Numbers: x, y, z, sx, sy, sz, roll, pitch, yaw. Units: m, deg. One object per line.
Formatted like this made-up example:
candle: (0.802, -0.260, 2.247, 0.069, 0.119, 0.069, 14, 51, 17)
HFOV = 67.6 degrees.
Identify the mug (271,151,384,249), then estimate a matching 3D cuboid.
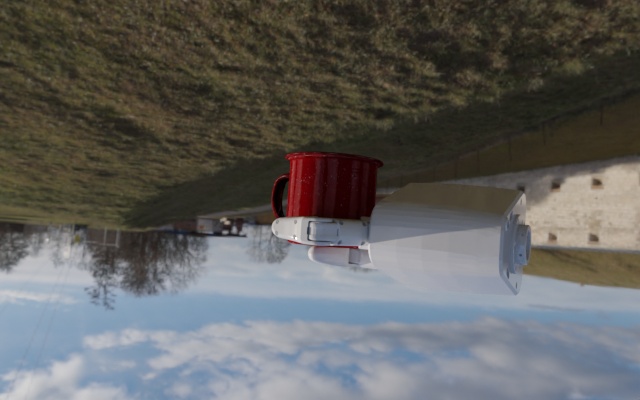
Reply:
mug: (-0.001, 0.002, 0.456, 0.117, 0.081, 0.093, 2, -4, 32)
